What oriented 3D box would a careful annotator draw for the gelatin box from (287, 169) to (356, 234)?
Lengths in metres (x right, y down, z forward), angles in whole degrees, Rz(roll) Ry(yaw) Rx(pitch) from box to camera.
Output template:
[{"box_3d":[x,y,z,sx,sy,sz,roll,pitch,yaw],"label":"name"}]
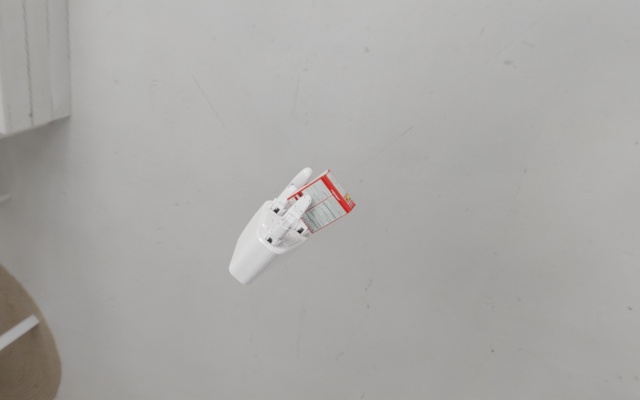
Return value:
[{"box_3d":[0.000,0.003,0.771,0.089,0.073,0.030,-32,10,34],"label":"gelatin box"}]
